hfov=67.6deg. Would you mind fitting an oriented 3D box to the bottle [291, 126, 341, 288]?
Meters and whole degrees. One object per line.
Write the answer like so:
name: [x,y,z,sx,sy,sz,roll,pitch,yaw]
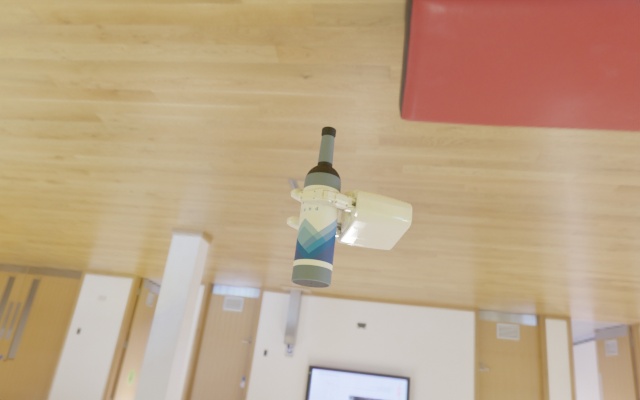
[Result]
bottle: [0.000,0.003,0.852,0.069,0.295,0.069,6,-21,2]
